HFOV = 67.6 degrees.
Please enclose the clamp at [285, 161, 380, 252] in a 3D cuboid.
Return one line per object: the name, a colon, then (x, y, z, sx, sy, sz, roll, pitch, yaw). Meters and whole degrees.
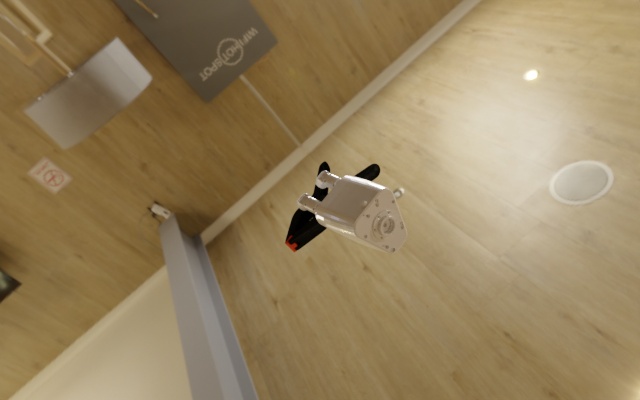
clamp: (0.000, 0.004, 0.891, 0.036, 0.210, 0.164, 48, -15, -29)
